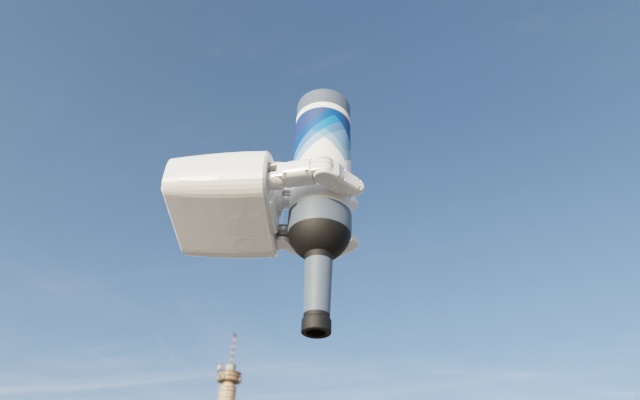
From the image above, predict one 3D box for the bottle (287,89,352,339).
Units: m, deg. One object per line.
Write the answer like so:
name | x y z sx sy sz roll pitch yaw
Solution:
bottle | 0.000 0.001 0.514 0.069 0.295 0.069 1 -37 1
